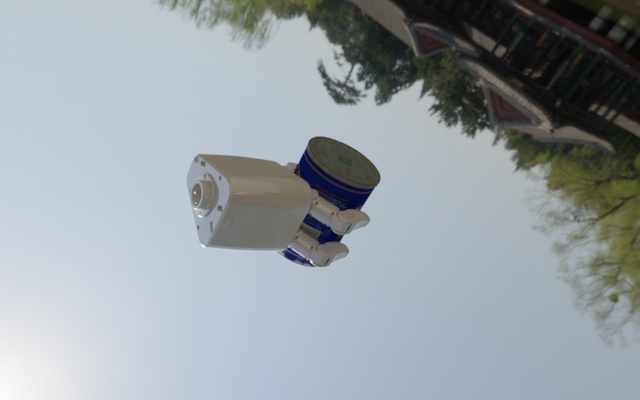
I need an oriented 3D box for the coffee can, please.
[{"bbox_3d":[0.000,0.002,0.628,0.103,0.140,0.102,23,28,-13],"label":"coffee can"}]
